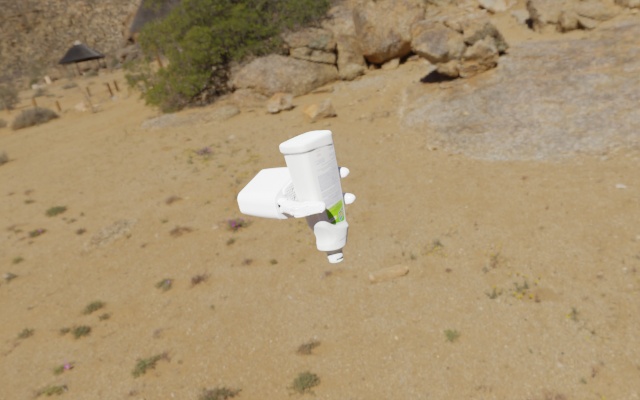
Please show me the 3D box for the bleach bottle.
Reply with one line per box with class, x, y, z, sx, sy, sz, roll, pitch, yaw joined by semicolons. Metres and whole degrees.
bleach bottle;0.000;0.003;0.890;0.068;0.251;0.102;4;24;40
